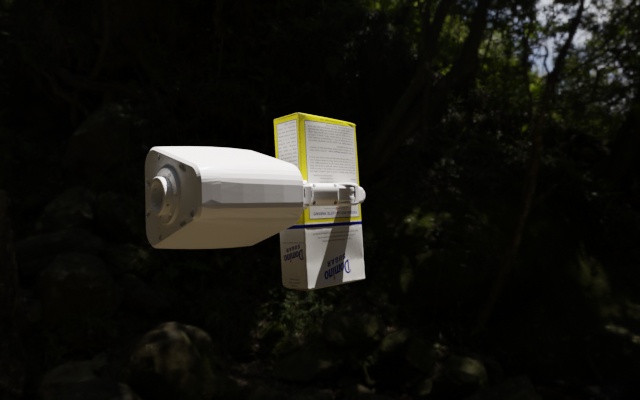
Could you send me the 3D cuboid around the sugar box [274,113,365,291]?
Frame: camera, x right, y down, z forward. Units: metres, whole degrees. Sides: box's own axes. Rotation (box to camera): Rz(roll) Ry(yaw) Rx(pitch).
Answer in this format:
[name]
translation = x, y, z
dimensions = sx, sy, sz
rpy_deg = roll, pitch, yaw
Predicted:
[sugar box]
translation = 0.000, 0.002, 0.512
dimensions = 0.048, 0.176, 0.093
rpy_deg = -2, -2, 44
